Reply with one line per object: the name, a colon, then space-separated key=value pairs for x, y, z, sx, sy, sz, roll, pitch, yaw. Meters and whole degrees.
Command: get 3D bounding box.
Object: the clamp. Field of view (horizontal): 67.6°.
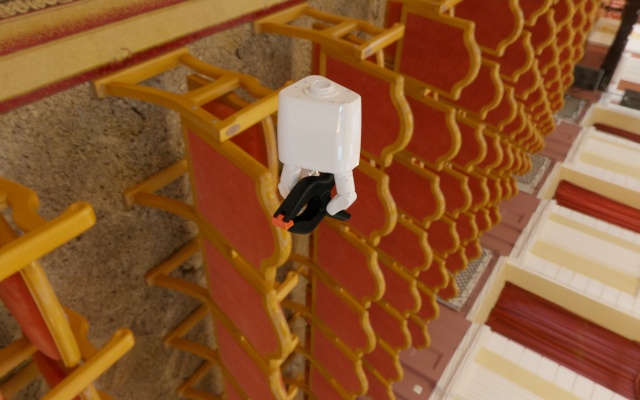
clamp: x=0.000 y=0.003 z=0.764 sx=0.036 sy=0.165 sz=0.210 roll=21 pitch=41 yaw=29
